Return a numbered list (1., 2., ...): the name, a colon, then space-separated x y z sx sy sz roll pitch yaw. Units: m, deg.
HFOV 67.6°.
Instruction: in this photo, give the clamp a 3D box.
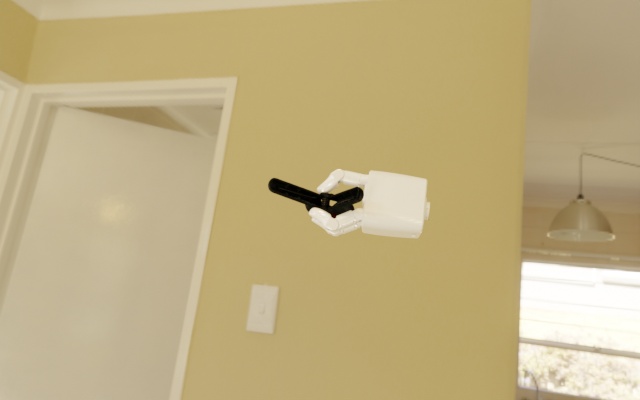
1. clamp: 0.001 0.002 0.875 0.164 0.036 0.210 9 -13 9
